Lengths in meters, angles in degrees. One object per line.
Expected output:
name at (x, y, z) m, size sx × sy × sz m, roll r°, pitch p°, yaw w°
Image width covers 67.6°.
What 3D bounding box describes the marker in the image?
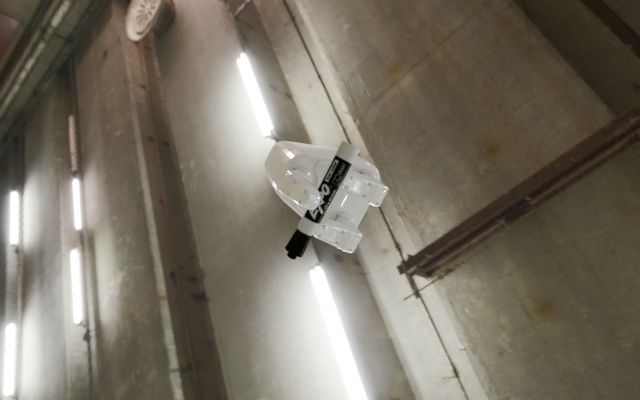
marker at (0.000, 0.001, 0.446) m, size 0.020 × 0.121 × 0.020 m, roll 28°, pitch 8°, yaw -4°
